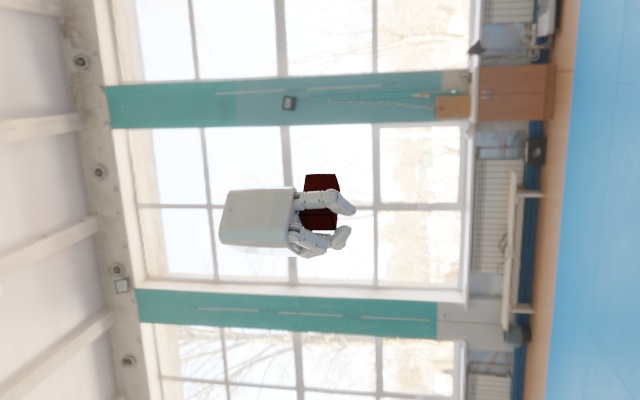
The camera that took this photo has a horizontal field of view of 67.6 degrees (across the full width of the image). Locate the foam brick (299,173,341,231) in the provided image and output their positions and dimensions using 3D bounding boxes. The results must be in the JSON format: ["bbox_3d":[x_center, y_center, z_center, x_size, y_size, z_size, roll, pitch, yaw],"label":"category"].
[{"bbox_3d":[0.000,0.002,0.746,0.051,0.078,0.053,0,-33,12],"label":"foam brick"}]
